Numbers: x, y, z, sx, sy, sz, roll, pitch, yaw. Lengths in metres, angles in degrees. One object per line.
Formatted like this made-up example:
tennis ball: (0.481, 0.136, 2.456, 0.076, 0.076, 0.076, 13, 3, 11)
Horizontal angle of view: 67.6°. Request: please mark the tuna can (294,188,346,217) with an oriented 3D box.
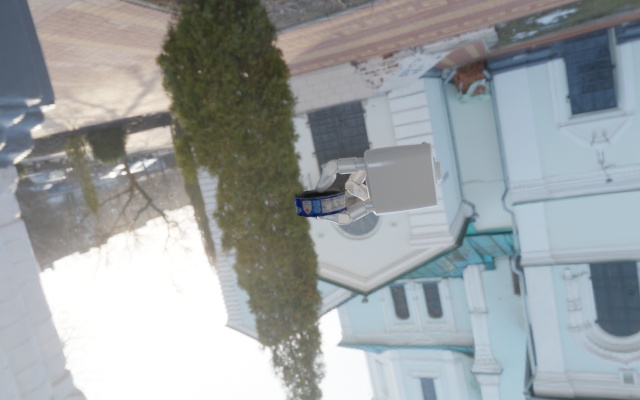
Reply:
tuna can: (0.000, 0.003, 0.797, 0.086, 0.034, 0.086, -6, 10, 1)
